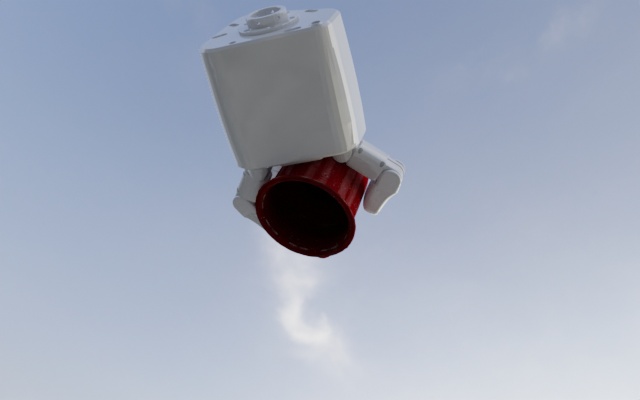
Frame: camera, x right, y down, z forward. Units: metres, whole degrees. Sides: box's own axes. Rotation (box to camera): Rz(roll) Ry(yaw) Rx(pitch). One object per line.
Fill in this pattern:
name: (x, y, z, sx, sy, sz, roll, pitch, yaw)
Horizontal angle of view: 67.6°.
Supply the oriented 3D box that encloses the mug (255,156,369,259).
mug: (0.001, 0.003, 0.454, 0.093, 0.117, 0.081, 2, 38, 21)
